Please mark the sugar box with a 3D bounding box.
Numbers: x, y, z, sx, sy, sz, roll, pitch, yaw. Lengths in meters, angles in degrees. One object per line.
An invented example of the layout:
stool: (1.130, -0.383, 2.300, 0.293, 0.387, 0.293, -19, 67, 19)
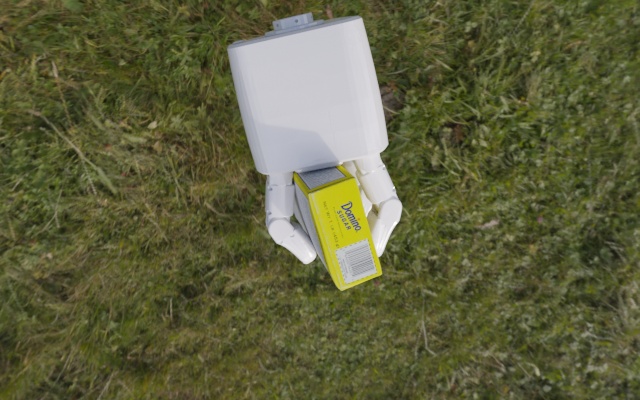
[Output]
sugar box: (0.001, 0.001, 0.454, 0.048, 0.093, 0.176, -19, 22, -6)
